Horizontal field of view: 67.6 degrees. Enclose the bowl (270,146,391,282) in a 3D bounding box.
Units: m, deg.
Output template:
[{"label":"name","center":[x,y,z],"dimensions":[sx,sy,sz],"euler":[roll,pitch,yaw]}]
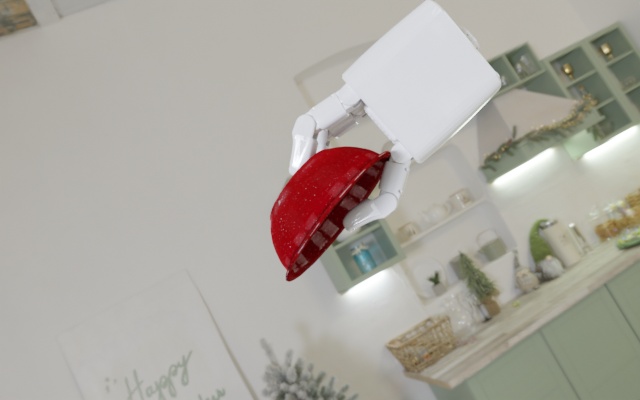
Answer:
[{"label":"bowl","center":[-0.001,0.002,0.475],"dimensions":[0.055,0.162,0.162],"euler":[38,8,11]}]
